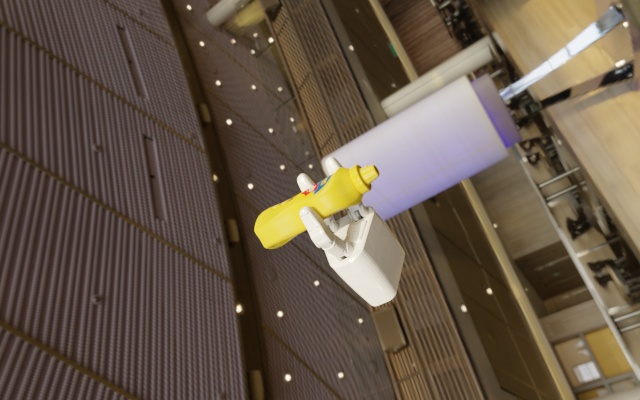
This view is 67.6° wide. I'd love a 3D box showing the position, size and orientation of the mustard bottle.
[{"bbox_3d":[0.000,0.002,0.690,0.192,0.058,0.096,-29,5,22],"label":"mustard bottle"}]
